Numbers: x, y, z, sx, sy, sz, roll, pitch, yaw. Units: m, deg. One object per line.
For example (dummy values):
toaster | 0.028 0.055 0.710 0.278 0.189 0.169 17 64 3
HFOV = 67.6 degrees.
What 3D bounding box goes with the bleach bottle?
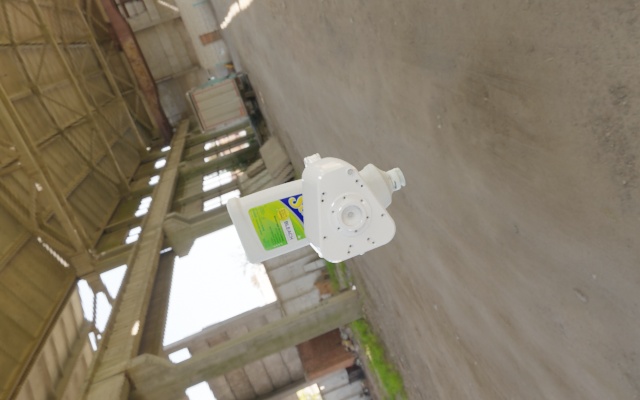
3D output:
bleach bottle | 0.000 0.002 0.691 0.251 0.102 0.068 -21 10 -6
